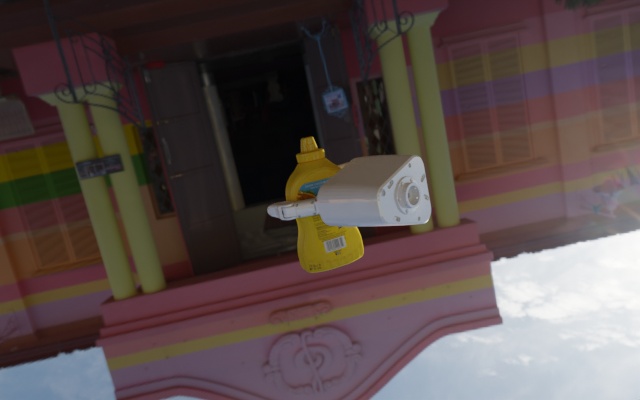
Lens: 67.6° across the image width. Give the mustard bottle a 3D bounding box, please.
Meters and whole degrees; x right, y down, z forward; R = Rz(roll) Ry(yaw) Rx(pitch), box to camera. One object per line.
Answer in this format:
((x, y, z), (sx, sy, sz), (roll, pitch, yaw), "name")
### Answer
((0.000, 0.003, 0.699), (0.096, 0.192, 0.058), (-15, 11, -17), "mustard bottle")
